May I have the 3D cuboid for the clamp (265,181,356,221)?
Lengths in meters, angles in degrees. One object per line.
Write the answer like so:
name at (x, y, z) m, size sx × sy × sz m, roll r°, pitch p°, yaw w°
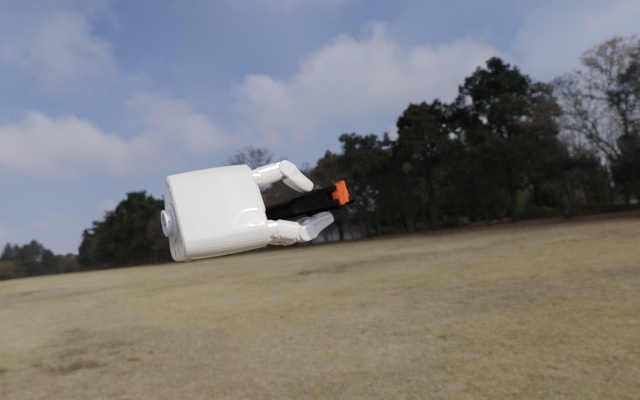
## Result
clamp at (0.000, 0.001, 0.688) m, size 0.164 × 0.036 × 0.210 m, roll -12°, pitch -3°, yaw -28°
